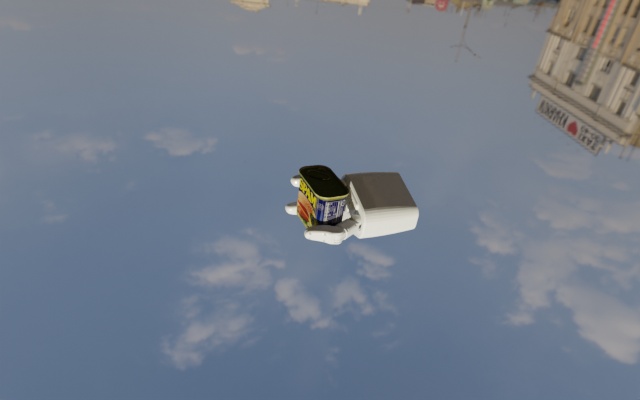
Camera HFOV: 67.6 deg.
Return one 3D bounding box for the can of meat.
[{"bbox_3d":[0.000,0.003,0.784,0.057,0.084,0.102,-8,35,-23],"label":"can of meat"}]
